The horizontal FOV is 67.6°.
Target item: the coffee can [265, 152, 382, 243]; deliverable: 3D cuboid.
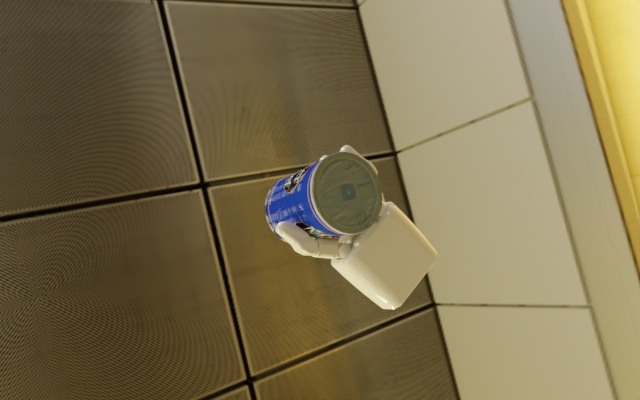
[{"bbox_3d":[0.000,0.002,0.640,0.103,0.103,0.140,0,-10,-31],"label":"coffee can"}]
